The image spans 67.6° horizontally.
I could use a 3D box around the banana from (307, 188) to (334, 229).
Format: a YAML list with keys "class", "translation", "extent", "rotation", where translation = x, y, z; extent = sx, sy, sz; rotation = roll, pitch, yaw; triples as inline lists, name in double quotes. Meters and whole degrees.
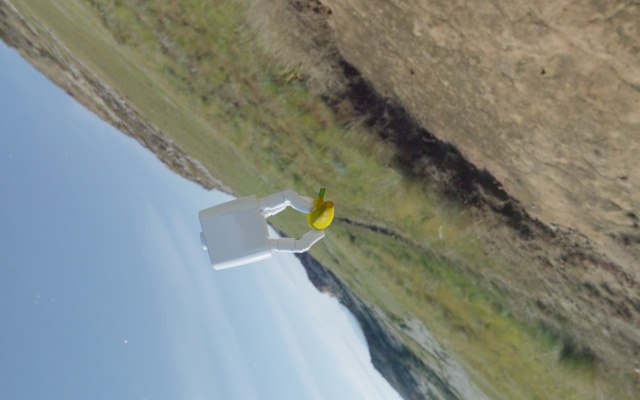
- class: "banana"
  translation: [-0.003, 0.021, 0.884]
  extent: [0.037, 0.069, 0.197]
  rotation: [7, 8, -6]
